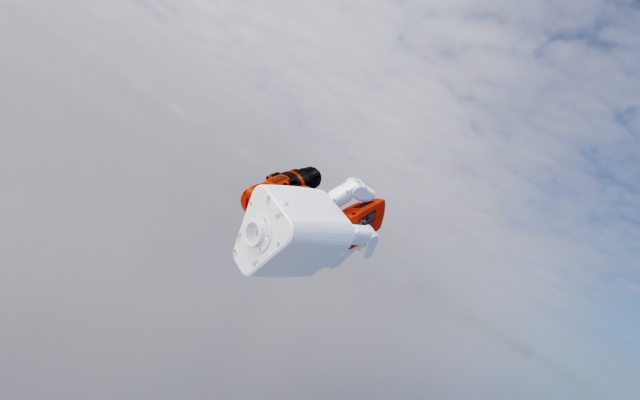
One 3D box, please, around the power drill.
[{"bbox_3d":[0.000,0.003,0.734,0.187,0.057,0.184,19,27,28],"label":"power drill"}]
